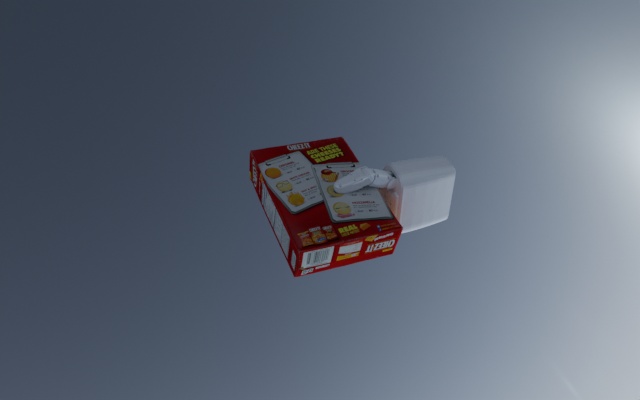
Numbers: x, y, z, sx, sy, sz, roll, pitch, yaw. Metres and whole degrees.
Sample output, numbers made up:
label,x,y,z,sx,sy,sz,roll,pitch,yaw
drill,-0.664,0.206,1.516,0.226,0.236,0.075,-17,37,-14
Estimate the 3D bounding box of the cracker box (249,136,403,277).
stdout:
label,x,y,z,sx,sy,sz,roll,pitch,yaw
cracker box,0.000,0.002,0.732,0.164,0.072,0.213,-11,49,-22
